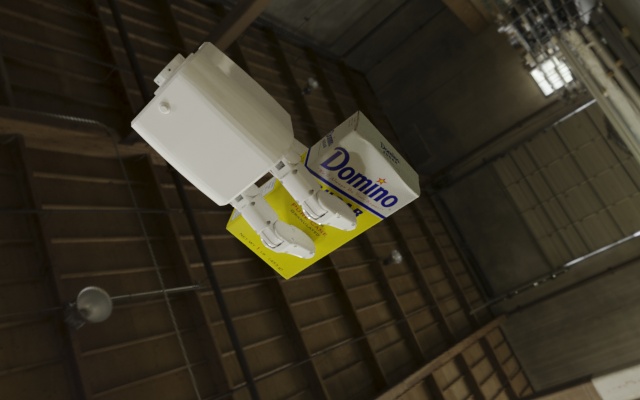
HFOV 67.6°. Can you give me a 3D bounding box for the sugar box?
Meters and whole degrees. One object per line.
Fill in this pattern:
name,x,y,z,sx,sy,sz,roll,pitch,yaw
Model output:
sugar box,0.000,0.002,0.474,0.176,0.093,0.048,-35,24,29
